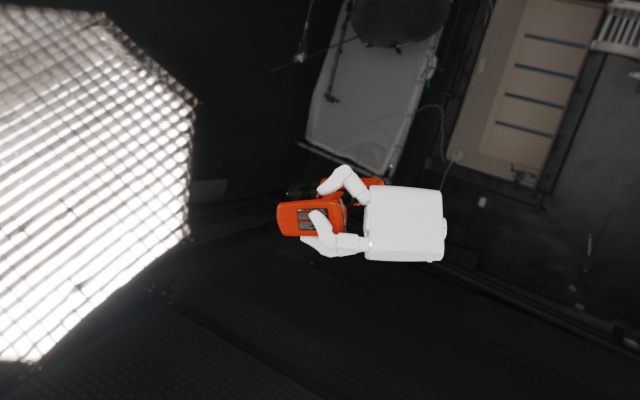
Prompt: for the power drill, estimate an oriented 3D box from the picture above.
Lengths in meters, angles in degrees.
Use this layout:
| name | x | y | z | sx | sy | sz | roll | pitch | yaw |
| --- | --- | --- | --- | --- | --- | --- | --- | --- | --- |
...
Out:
| name | x | y | z | sx | sy | sz | roll | pitch | yaw |
| --- | --- | --- | --- | --- | --- | --- | --- | --- | --- |
| power drill | 0.000 | 0.003 | 0.796 | 0.184 | 0.057 | 0.187 | -4 | 16 | 23 |
